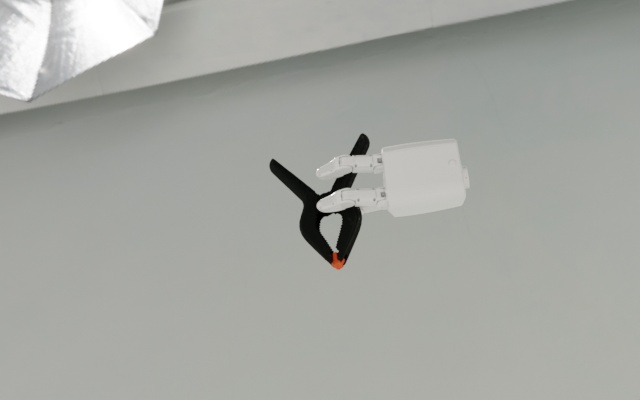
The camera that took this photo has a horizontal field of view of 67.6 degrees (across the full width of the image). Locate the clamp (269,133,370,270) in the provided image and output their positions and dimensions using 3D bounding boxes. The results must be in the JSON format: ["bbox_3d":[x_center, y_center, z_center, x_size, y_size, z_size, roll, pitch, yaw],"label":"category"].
[{"bbox_3d":[0.001,0.003,0.722,0.164,0.210,0.036,-9,-26,14],"label":"clamp"}]
